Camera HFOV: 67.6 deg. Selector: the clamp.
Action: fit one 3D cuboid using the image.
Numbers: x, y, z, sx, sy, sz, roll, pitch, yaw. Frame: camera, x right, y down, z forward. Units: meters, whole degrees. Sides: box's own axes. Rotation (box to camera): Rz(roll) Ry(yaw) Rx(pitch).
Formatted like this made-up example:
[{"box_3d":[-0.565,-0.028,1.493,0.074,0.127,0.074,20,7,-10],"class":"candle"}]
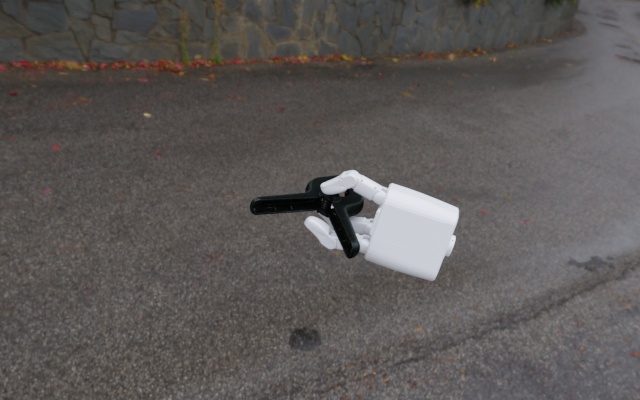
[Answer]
[{"box_3d":[0.001,0.002,0.722,0.164,0.036,0.210,21,28,7],"class":"clamp"}]
